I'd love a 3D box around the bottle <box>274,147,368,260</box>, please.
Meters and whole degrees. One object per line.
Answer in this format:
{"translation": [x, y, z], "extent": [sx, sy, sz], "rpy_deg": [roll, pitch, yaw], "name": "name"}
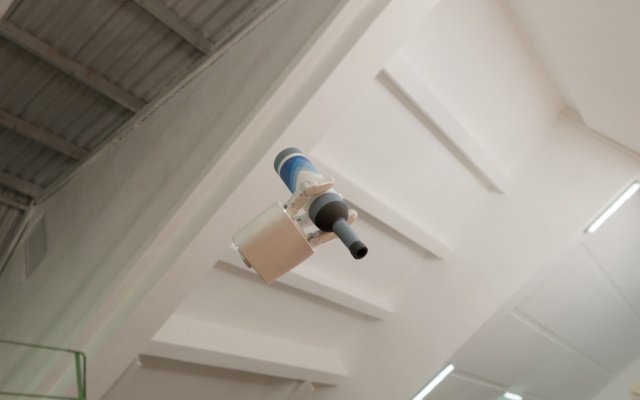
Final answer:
{"translation": [0.000, 0.003, 0.868], "extent": [0.069, 0.069, 0.295], "rpy_deg": [0, 34, -32], "name": "bottle"}
